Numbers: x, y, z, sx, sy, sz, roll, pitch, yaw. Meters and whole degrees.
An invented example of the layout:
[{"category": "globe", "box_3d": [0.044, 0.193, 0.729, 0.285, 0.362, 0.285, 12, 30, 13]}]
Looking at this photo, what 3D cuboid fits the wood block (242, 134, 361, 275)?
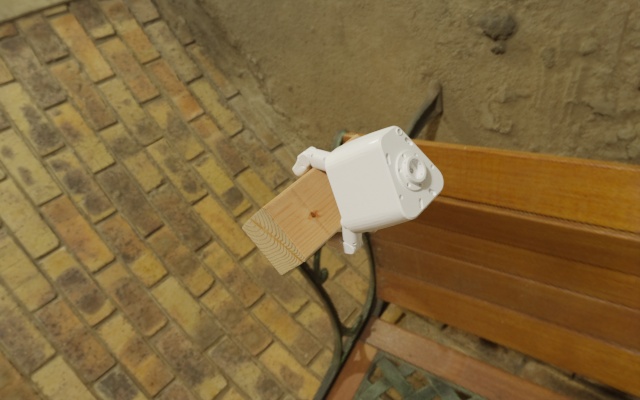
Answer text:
[{"category": "wood block", "box_3d": [0.000, 0.002, 0.698, 0.206, 0.091, 0.090, -40, 1, -34]}]
